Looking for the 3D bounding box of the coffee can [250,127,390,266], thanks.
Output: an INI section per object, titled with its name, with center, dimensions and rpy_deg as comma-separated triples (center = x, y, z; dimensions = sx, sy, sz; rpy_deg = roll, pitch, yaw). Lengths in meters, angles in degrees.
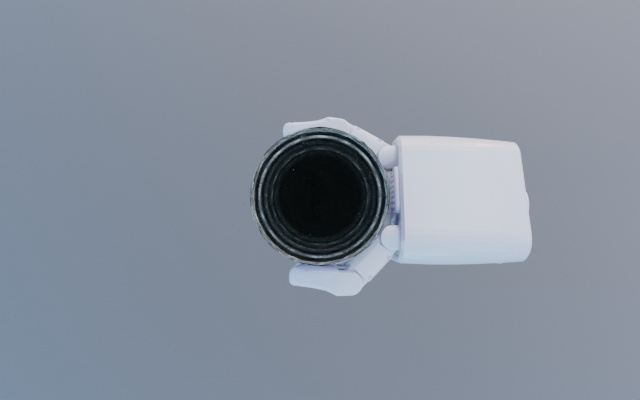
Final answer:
[coffee can]
center = 0.000, 0.001, 0.417
dimensions = 0.103, 0.103, 0.140
rpy_deg = 0, -4, 1
